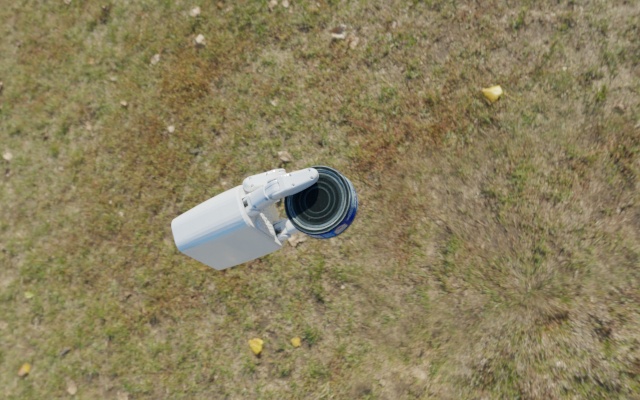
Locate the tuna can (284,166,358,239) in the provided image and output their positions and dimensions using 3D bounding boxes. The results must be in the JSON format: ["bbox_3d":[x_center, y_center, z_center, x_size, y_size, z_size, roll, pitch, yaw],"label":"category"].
[{"bbox_3d":[0.000,0.002,0.575,0.086,0.086,0.034,0,-12,19],"label":"tuna can"}]
